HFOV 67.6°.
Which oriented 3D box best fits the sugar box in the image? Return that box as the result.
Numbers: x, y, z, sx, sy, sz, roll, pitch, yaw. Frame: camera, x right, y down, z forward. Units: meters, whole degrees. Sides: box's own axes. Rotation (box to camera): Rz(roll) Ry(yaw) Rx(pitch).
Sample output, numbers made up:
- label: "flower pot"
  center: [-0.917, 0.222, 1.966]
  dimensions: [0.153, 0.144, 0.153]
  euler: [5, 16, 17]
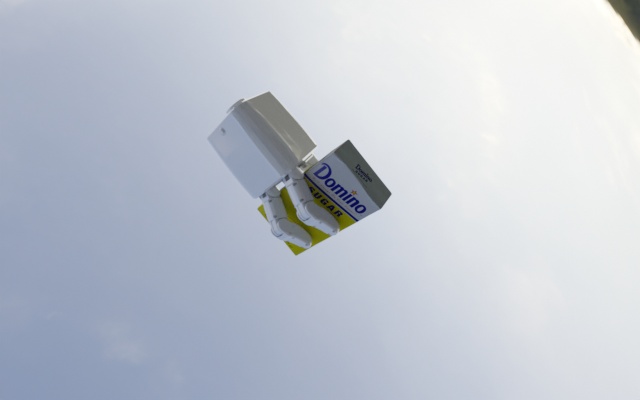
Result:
- label: "sugar box"
  center: [0.000, 0.002, 0.644]
  dimensions: [0.176, 0.093, 0.048]
  euler: [-33, 9, 44]
